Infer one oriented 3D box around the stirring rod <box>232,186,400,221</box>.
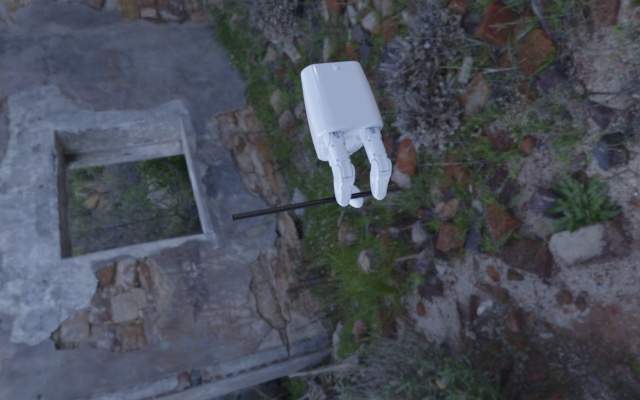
[{"bbox_3d":[0.000,0.002,0.650,0.239,0.011,0.011,-10,3,-19],"label":"stirring rod"}]
